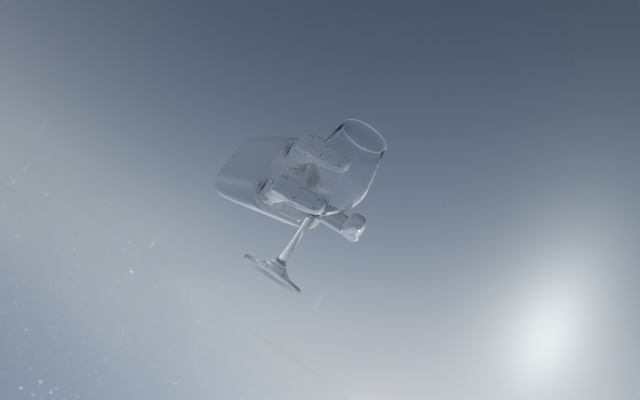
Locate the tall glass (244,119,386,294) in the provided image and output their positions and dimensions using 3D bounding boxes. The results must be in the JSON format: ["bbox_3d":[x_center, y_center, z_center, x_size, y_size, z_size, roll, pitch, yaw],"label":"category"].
[{"bbox_3d":[0.000,0.002,0.545,0.079,0.201,0.079,31,-17,11],"label":"tall glass"}]
